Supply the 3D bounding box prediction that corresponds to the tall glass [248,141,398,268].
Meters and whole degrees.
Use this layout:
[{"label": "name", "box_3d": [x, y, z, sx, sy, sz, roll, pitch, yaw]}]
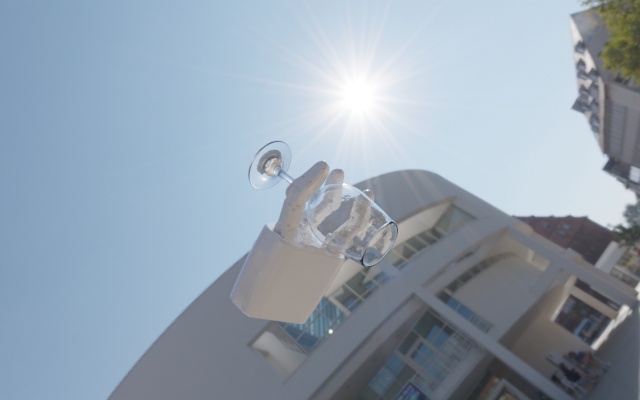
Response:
[{"label": "tall glass", "box_3d": [0.000, 0.001, 0.594, 0.201, 0.079, 0.079, 35, 21, 32]}]
